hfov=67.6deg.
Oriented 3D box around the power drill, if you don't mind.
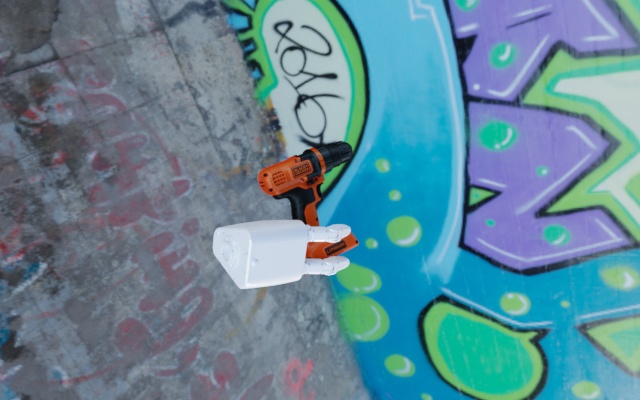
[{"bbox_3d":[0.000,0.003,0.827,0.184,0.188,0.057,-24,9,-25],"label":"power drill"}]
